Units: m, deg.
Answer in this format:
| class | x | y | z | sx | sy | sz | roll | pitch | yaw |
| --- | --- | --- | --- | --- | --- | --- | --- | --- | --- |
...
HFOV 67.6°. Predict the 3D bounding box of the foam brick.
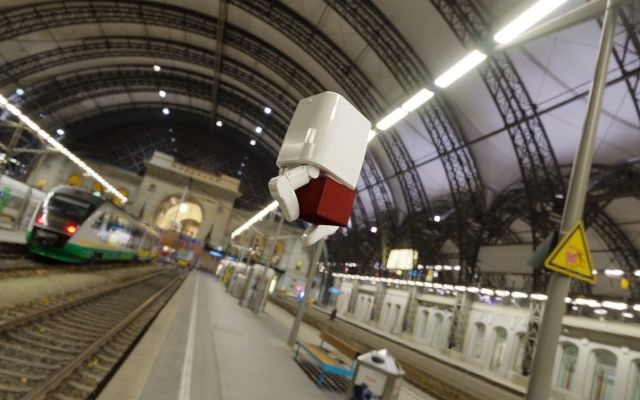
| class | x | y | z | sx | sy | sz | roll | pitch | yaw |
| --- | --- | --- | --- | --- | --- | --- | --- | --- | --- |
| foam brick | 0.000 | 0.002 | 0.638 | 0.053 | 0.051 | 0.078 | 25 | -13 | -32 |
